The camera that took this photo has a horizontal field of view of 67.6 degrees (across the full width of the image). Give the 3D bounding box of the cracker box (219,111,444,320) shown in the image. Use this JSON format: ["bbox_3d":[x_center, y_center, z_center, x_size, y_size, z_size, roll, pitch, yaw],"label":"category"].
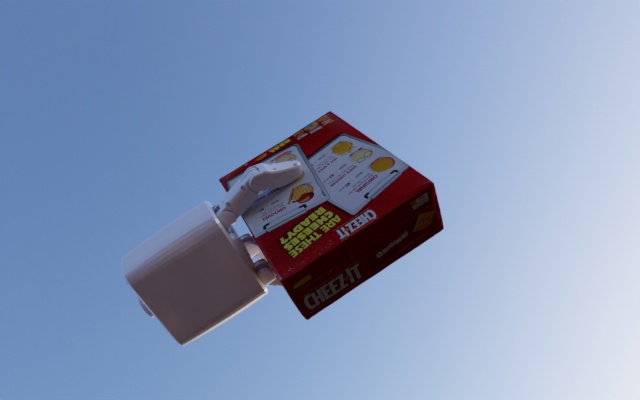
[{"bbox_3d":[0.000,0.001,0.515,0.164,0.072,0.213,-32,38,-8],"label":"cracker box"}]
